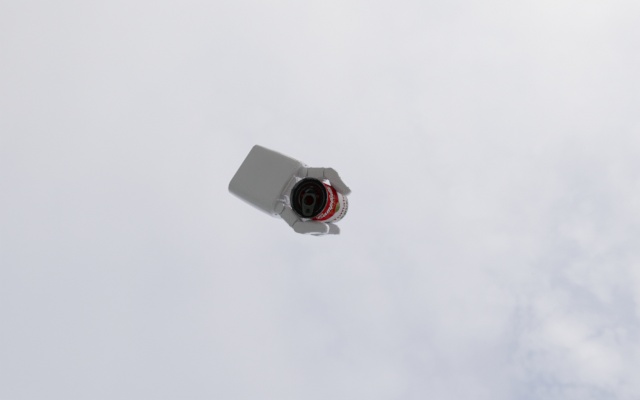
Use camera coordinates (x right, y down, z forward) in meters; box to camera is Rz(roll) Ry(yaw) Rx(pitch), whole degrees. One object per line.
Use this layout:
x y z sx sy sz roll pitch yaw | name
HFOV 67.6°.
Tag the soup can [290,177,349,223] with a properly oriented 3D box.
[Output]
0.001 0.003 0.816 0.068 0.068 0.102 0 -8 24 | soup can
